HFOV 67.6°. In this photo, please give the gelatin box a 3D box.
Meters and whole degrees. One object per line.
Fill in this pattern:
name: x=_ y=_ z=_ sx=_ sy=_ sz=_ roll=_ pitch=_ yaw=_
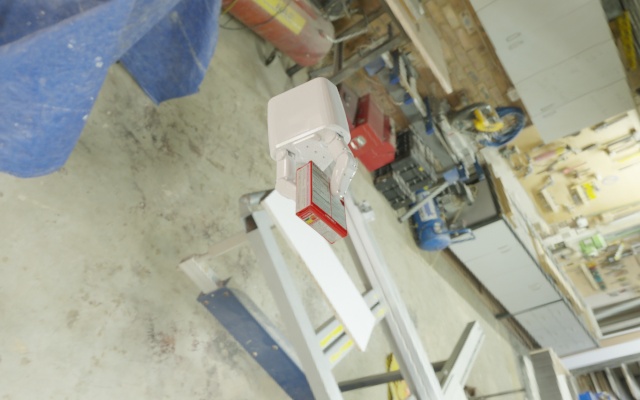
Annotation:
gelatin box: x=0.000 y=0.002 z=0.624 sx=0.030 sy=0.089 sz=0.073 roll=-31 pitch=-52 yaw=24
